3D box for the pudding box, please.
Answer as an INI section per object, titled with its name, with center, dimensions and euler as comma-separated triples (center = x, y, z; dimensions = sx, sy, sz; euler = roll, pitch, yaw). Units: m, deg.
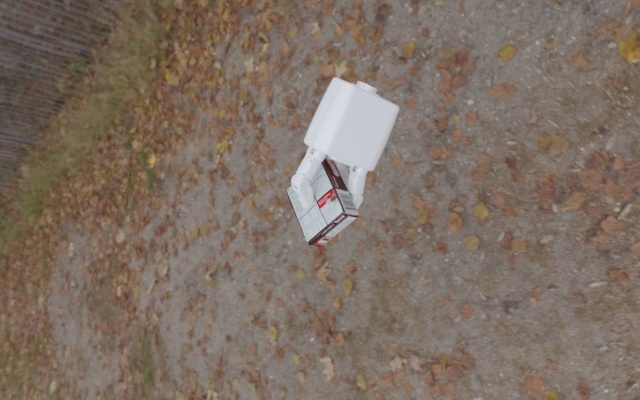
[pudding box]
center = 0.000, 0.002, 0.754
dimensions = 0.039, 0.113, 0.090
euler = 14, -46, -45
